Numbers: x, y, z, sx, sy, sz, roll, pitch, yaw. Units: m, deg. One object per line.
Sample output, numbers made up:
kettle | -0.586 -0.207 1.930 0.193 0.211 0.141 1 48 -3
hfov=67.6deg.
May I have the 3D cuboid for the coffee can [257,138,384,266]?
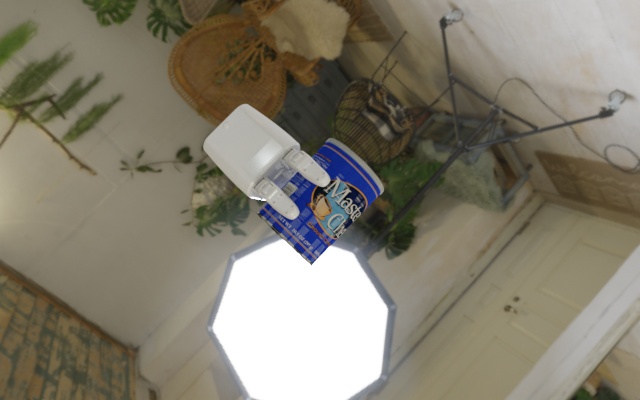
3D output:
coffee can | 0.000 0.002 0.638 0.103 0.140 0.103 43 -6 5
